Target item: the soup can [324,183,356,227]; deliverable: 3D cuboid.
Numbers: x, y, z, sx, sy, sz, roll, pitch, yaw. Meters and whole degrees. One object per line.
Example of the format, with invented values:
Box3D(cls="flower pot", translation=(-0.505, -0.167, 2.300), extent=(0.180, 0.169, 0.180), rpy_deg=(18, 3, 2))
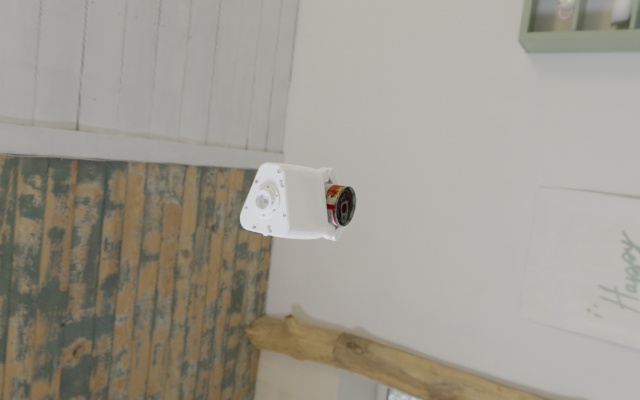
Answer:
Box3D(cls="soup can", translation=(0.000, 0.003, 0.813), extent=(0.102, 0.068, 0.068), rpy_deg=(10, 5, 31))
